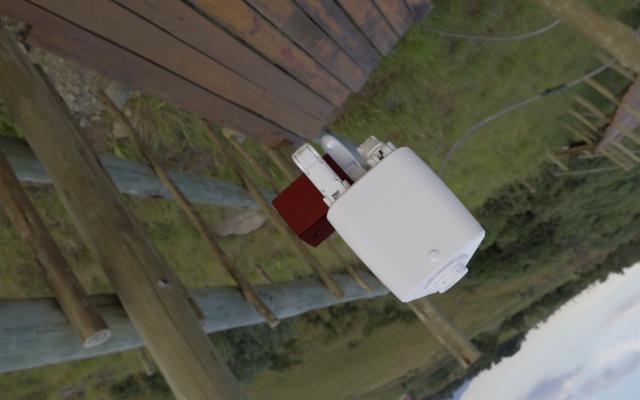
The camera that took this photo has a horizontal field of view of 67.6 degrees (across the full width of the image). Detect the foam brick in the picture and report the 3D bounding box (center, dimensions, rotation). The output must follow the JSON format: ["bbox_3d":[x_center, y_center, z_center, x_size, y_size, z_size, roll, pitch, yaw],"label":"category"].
[{"bbox_3d":[0.000,0.002,0.485,0.078,0.051,0.053,-41,-22,3],"label":"foam brick"}]
